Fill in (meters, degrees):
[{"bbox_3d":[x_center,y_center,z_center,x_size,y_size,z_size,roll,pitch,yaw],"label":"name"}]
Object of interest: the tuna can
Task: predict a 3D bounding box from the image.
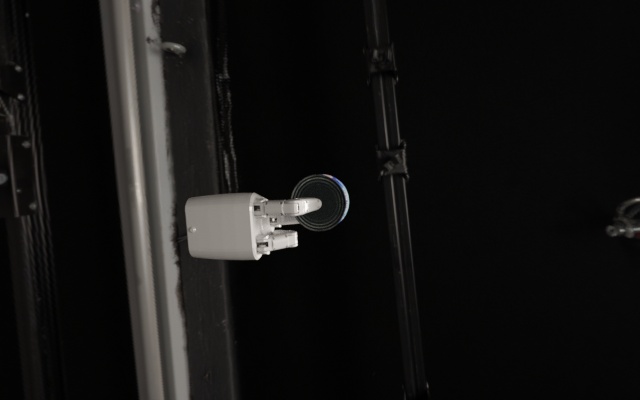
[{"bbox_3d":[0.000,0.002,0.731,0.086,0.086,0.034,0,5,14],"label":"tuna can"}]
